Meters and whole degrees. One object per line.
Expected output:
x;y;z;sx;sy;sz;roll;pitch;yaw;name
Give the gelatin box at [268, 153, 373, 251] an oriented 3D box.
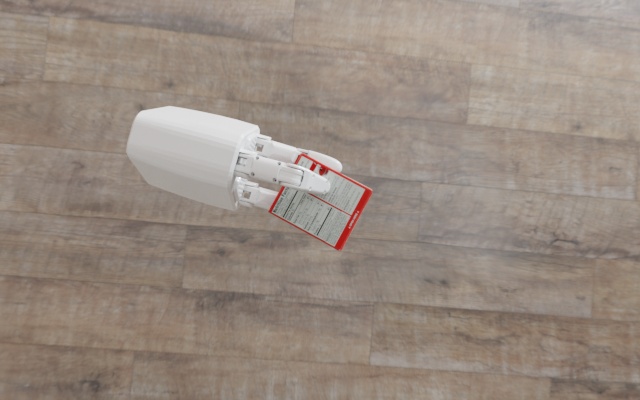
0.000;0.002;0.511;0.089;0.073;0.030;28;-2;4;gelatin box
